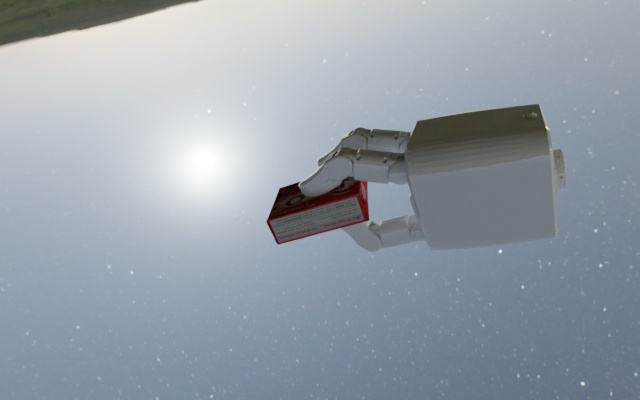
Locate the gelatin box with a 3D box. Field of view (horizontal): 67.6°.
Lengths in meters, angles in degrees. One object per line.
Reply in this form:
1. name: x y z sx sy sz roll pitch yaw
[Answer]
1. gelatin box: 0.000 0.002 0.446 0.089 0.030 0.073 -17 23 12
